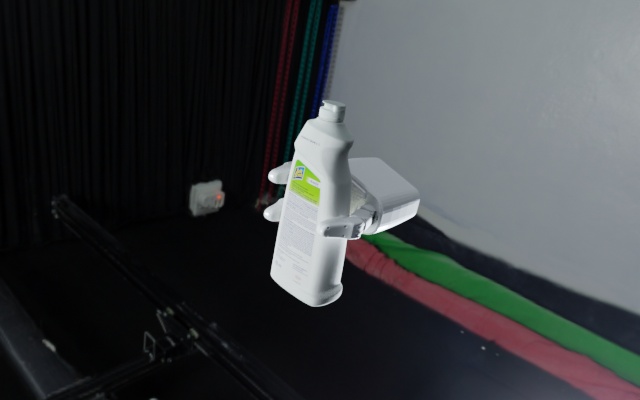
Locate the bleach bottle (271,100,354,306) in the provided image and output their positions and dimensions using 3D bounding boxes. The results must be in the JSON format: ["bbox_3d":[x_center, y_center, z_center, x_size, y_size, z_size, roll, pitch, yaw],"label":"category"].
[{"bbox_3d":[0.000,0.002,0.608,0.102,0.251,0.068,27,26,35],"label":"bleach bottle"}]
